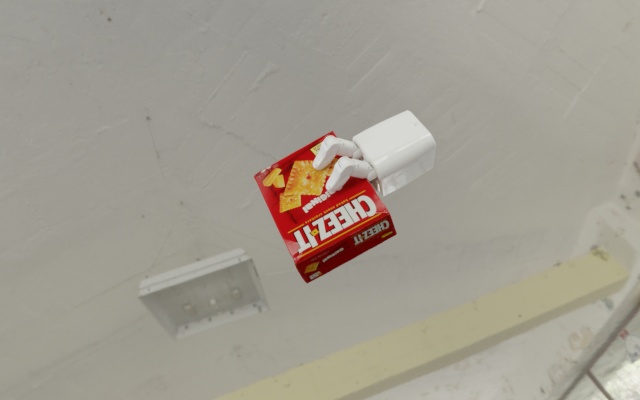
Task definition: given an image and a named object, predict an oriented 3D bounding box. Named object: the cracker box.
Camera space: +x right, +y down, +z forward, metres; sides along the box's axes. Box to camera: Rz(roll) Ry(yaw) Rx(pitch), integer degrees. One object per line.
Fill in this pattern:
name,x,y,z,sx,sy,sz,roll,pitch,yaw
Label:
cracker box,0.000,0.003,0.787,0.164,0.213,0.072,-29,-40,-1
